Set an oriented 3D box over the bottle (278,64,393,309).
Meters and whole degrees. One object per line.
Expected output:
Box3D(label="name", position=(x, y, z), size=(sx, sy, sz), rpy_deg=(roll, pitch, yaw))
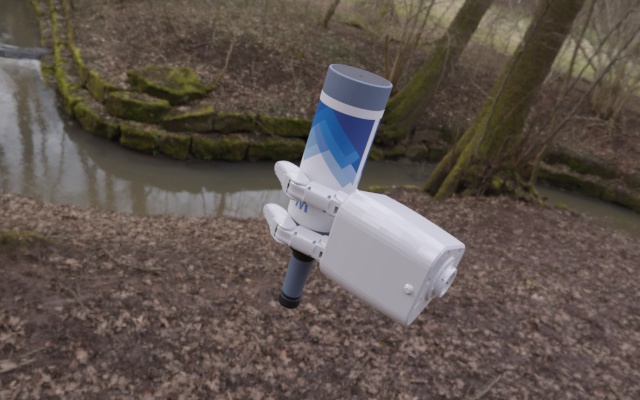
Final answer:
Box3D(label="bottle", position=(0.000, 0.001, 0.539), size=(0.069, 0.296, 0.069), rpy_deg=(14, 26, -7))
